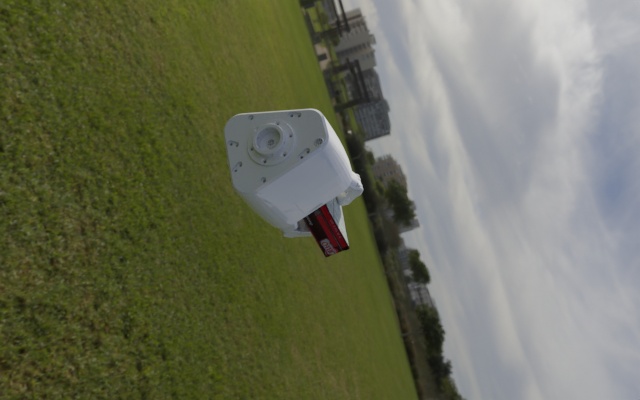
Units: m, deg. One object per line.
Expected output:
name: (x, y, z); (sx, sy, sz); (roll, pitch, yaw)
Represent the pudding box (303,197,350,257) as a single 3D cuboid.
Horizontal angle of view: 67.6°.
pudding box: (0.000, 0.002, 0.613); (0.039, 0.090, 0.113); (-18, 40, 11)
